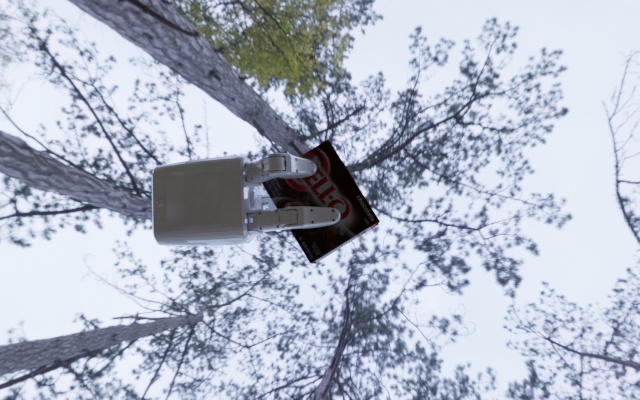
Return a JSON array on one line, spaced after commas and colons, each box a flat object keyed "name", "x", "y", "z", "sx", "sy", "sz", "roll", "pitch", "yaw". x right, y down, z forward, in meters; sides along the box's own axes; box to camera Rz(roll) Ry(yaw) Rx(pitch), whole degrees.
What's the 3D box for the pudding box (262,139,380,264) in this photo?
[{"name": "pudding box", "x": 0.000, "y": 0.002, "z": 0.541, "sx": 0.090, "sy": 0.113, "sz": 0.039, "roll": -32, "pitch": -8, "yaw": 0}]
